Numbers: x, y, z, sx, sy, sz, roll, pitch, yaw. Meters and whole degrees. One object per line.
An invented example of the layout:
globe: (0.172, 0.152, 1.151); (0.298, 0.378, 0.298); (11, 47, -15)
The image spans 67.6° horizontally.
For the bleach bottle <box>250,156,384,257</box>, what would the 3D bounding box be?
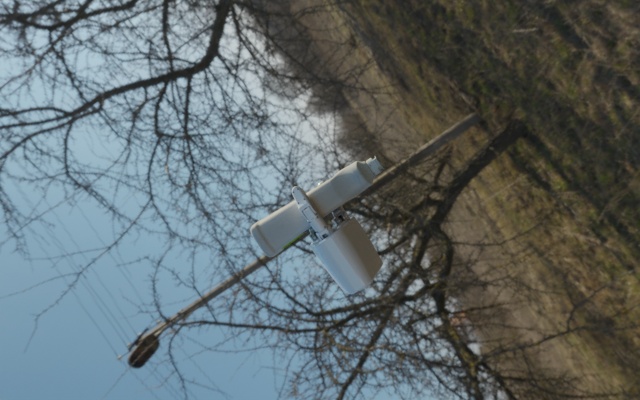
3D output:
bleach bottle: (0.000, 0.003, 0.851); (0.251, 0.068, 0.102); (-34, 0, 9)
